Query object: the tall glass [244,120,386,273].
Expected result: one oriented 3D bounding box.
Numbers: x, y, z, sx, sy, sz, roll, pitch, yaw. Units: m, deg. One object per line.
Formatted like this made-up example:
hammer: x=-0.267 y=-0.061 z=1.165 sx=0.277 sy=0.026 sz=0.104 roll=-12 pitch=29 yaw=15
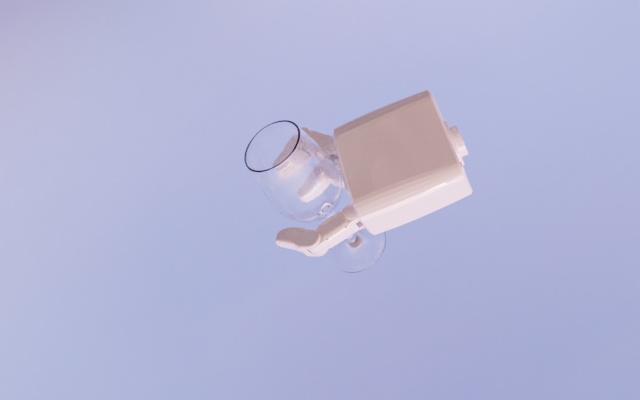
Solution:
tall glass: x=0.000 y=0.002 z=0.516 sx=0.079 sy=0.079 sz=0.201 roll=0 pitch=-32 yaw=34
